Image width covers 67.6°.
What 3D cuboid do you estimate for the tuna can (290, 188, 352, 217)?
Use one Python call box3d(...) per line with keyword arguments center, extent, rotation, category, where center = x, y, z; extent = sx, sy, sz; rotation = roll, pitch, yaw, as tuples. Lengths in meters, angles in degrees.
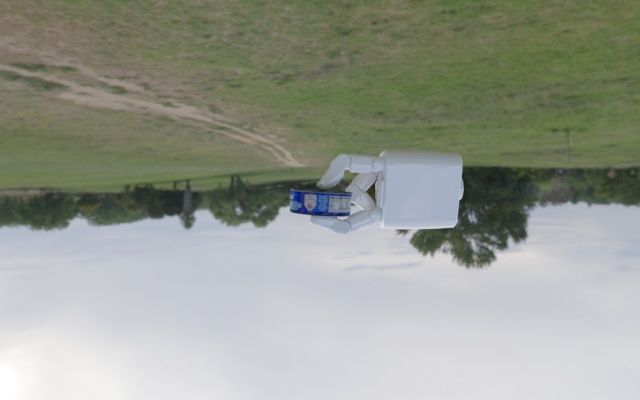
box3d(center=(0.000, 0.003, 0.659), extent=(0.086, 0.034, 0.086), rotation=(4, 2, 0), category="tuna can")
